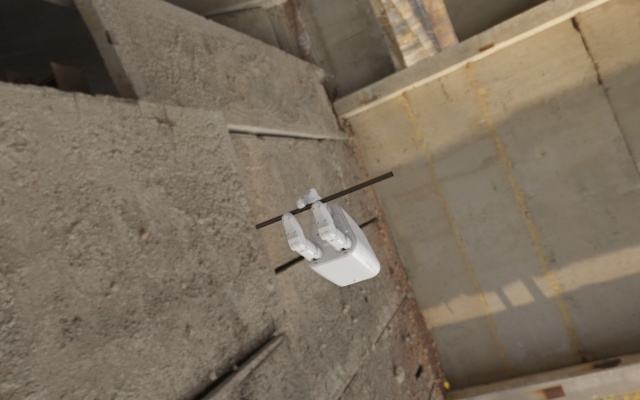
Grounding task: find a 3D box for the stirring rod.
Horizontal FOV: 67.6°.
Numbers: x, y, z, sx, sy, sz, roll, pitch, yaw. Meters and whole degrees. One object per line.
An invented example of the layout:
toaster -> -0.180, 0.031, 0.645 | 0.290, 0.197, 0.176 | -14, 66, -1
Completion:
stirring rod -> 0.000, 0.002, 0.736 | 0.239, 0.011, 0.011 | -22, -8, 22
